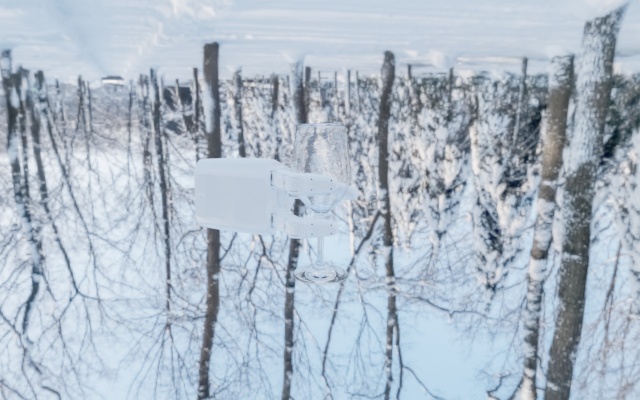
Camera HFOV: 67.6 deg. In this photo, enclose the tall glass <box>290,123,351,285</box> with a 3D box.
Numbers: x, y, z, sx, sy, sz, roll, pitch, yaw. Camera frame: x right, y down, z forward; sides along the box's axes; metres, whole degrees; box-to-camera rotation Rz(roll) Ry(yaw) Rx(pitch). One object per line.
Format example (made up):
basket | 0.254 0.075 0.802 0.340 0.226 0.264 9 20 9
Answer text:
tall glass | 0.000 0.003 0.619 0.079 0.201 0.079 1 12 0
